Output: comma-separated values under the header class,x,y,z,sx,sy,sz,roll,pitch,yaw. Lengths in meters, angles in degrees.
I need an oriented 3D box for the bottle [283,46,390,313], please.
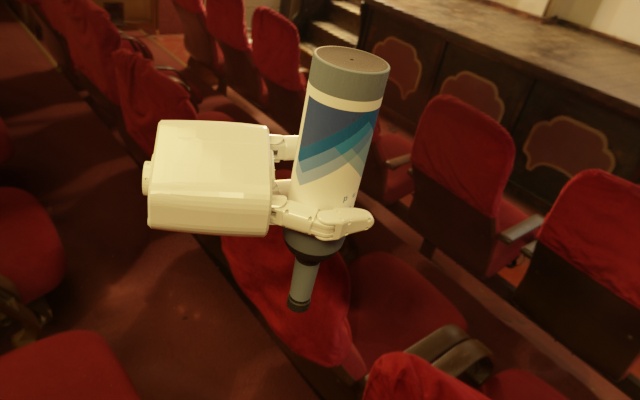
class,x,y,z,sx,sy,sz,roll,pitch,yaw
bottle,0.000,0.001,0.481,0.069,0.296,0.069,9,33,-6
